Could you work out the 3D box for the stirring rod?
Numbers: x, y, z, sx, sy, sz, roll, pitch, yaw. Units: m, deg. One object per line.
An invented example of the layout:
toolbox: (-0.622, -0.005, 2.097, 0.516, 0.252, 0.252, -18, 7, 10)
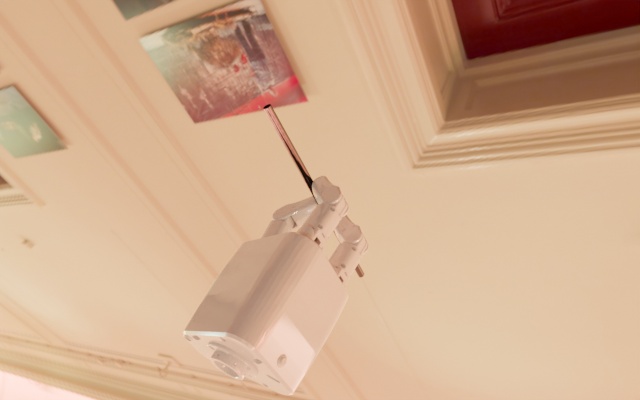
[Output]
stirring rod: (0.000, 0.002, 0.501, 0.011, 0.240, 0.011, -19, 35, 14)
